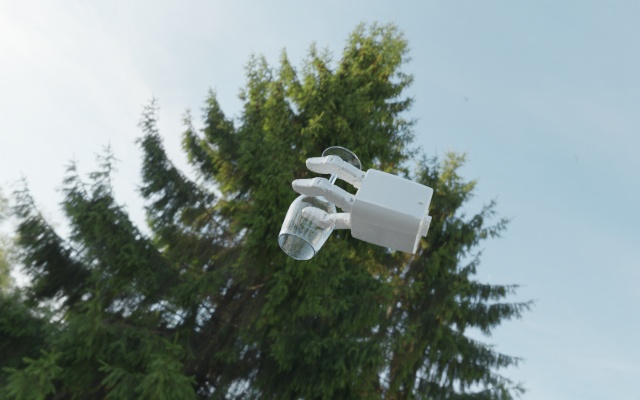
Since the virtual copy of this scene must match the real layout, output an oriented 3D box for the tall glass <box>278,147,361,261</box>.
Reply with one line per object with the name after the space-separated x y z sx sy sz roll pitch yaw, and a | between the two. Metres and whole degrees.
0.000 0.002 0.780 0.079 0.079 0.201 0 43 31 | tall glass
